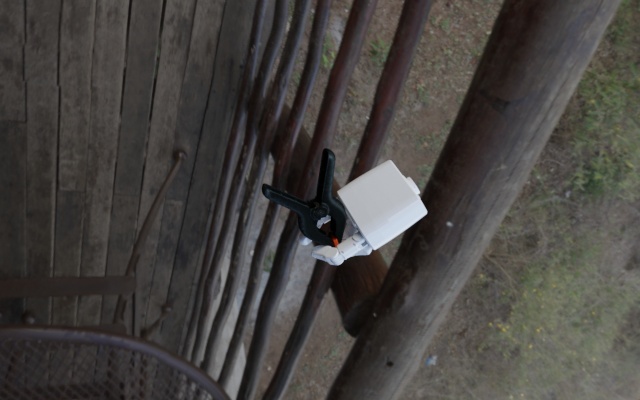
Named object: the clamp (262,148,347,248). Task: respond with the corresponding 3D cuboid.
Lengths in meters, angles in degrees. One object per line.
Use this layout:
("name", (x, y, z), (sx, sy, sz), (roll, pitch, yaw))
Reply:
("clamp", (0.000, 0.003, 0.744), (0.120, 0.171, 0.039), (-34, 37, 5))
